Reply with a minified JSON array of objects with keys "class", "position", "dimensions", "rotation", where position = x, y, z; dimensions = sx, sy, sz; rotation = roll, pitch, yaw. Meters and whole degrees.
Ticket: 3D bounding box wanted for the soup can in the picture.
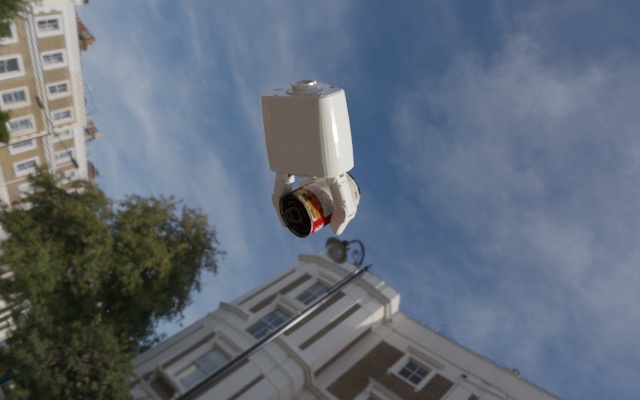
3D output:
[{"class":"soup can","position":[0.000,0.003,0.690],"dimensions":[0.102,0.068,0.068],"rotation":[-28,17,-36]}]
